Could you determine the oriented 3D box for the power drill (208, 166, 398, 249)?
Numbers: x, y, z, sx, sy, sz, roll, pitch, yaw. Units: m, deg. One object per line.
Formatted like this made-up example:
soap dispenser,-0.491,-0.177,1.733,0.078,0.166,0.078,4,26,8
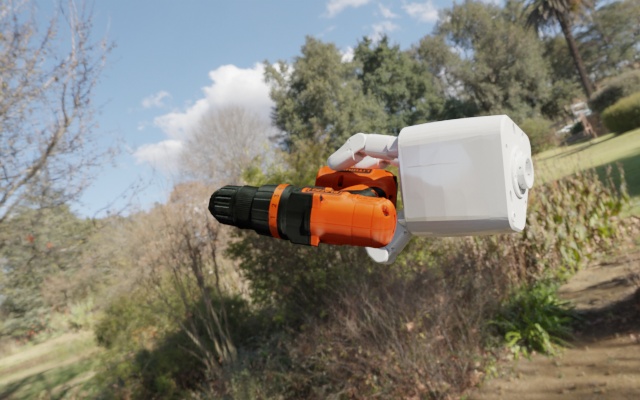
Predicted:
power drill,0.000,0.002,0.512,0.184,0.057,0.187,8,14,18
